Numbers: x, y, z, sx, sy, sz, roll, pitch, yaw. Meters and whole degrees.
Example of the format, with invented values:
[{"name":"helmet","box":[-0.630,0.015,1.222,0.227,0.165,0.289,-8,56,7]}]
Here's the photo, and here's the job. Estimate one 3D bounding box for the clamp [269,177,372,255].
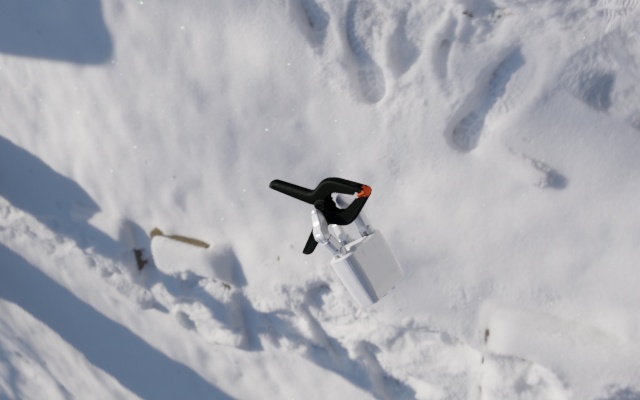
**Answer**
[{"name":"clamp","box":[0.000,0.003,0.892,0.210,0.164,0.036,-28,6,39]}]
